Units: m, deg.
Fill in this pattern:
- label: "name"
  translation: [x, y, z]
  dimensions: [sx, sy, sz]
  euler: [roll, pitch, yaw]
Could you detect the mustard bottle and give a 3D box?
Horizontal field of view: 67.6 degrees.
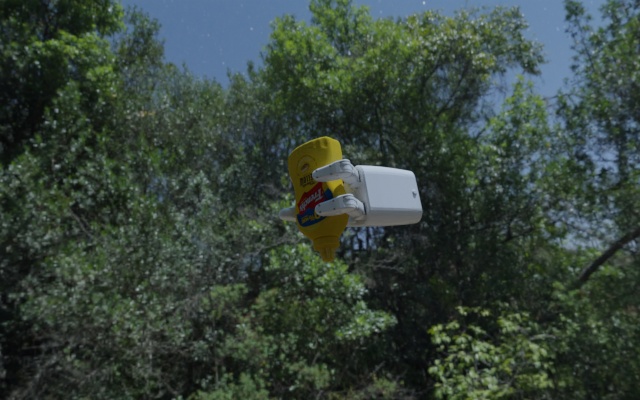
- label: "mustard bottle"
  translation: [0.000, 0.002, 0.759]
  dimensions: [0.096, 0.191, 0.058]
  euler: [-22, -23, 35]
